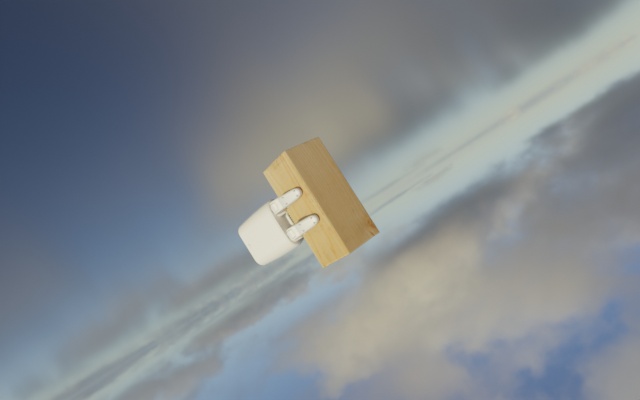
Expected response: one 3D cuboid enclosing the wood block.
[{"bbox_3d":[0.000,0.003,0.863,0.091,0.206,0.090,-30,-5,-40],"label":"wood block"}]
